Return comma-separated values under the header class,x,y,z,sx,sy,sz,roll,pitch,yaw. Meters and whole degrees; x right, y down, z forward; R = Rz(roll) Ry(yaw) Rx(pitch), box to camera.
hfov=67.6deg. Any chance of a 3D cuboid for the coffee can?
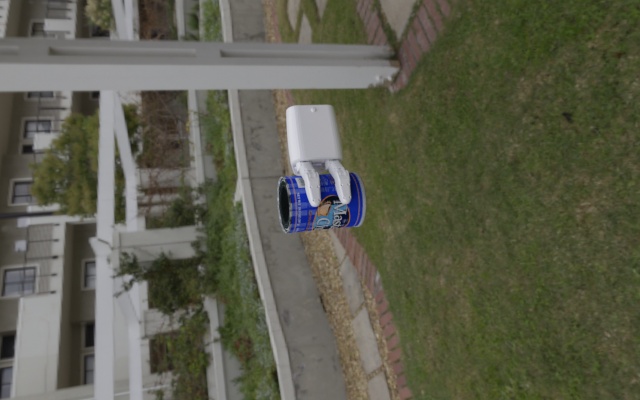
class,x,y,z,sx,sy,sz,roll,pitch,yaw
coffee can,0.000,0.003,0.872,0.140,0.103,0.103,-4,1,-17
